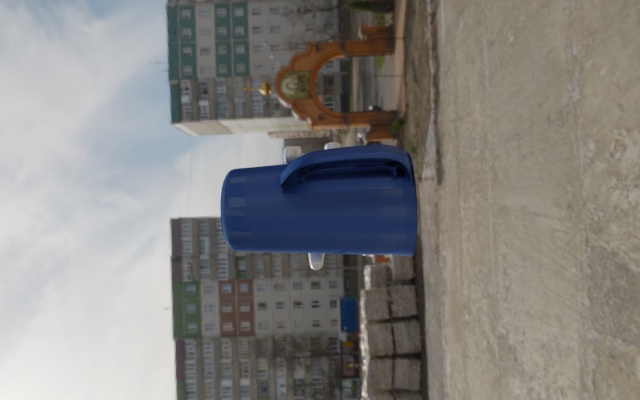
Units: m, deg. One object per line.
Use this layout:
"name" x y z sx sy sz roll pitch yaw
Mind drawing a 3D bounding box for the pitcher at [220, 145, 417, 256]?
"pitcher" 0.000 0.002 0.611 0.243 0.149 0.145 -2 11 2
